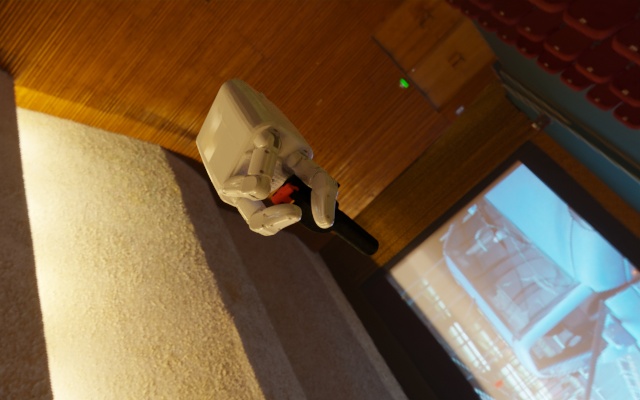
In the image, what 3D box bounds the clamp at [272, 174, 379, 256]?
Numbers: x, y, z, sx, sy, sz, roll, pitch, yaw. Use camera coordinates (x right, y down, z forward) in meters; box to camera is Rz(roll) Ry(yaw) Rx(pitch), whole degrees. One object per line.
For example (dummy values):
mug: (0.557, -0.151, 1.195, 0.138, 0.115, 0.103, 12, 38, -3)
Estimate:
clamp: (0.000, 0.002, 0.580, 0.171, 0.039, 0.120, 30, 19, -49)
